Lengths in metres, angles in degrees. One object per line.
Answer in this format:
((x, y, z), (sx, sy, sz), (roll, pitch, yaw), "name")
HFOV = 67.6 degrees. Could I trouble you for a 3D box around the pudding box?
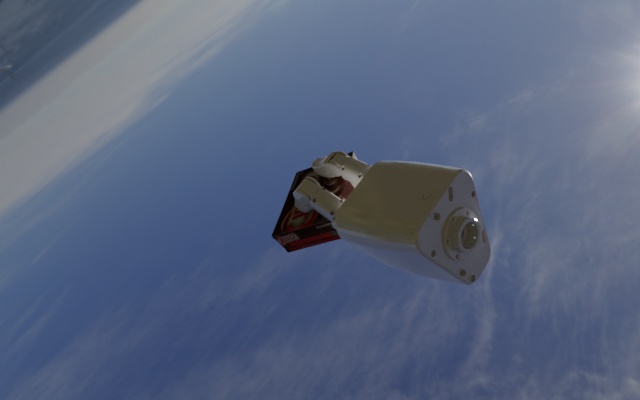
((0.000, 0.002, 0.566), (0.090, 0.039, 0.113), (-17, 35, 32), "pudding box")
